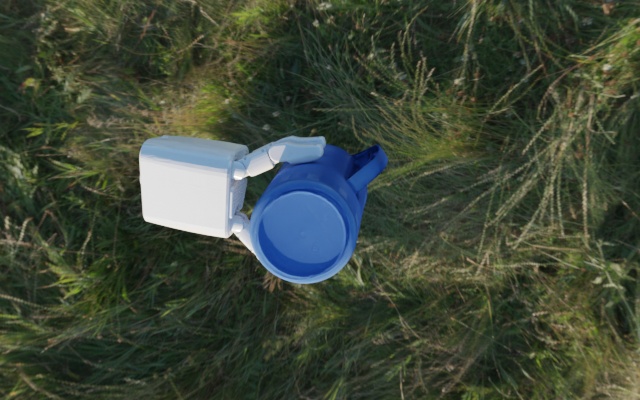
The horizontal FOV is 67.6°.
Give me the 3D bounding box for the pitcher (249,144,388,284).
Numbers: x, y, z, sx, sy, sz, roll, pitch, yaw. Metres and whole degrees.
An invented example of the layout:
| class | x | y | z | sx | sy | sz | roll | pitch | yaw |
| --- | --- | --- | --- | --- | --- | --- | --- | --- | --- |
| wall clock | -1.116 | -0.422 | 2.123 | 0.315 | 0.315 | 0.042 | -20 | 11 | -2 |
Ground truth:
| class | x | y | z | sx | sy | sz | roll | pitch | yaw |
| --- | --- | --- | --- | --- | --- | --- | --- | --- | --- |
| pitcher | 0.000 | 0.002 | 0.577 | 0.145 | 0.149 | 0.242 | 11 | 13 | 2 |
